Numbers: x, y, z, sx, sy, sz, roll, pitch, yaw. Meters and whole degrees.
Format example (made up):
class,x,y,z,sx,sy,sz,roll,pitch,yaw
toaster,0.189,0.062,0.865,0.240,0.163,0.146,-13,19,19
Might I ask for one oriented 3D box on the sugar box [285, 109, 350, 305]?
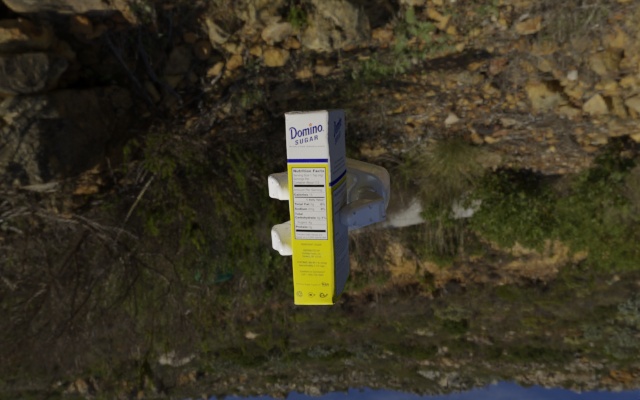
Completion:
class,x,y,z,sx,sy,sz,roll,pitch,yaw
sugar box,0.000,0.002,0.461,0.048,0.176,0.093,-2,10,12
